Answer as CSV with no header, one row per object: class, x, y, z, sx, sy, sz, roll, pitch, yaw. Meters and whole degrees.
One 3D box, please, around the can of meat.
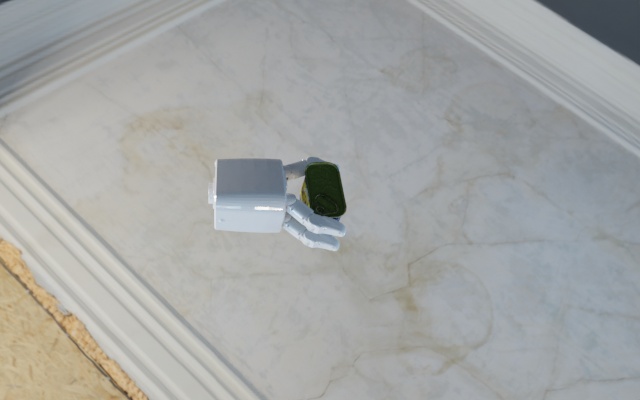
can of meat,0.000,0.003,0.778,0.057,0.102,0.084,-2,-30,-14
